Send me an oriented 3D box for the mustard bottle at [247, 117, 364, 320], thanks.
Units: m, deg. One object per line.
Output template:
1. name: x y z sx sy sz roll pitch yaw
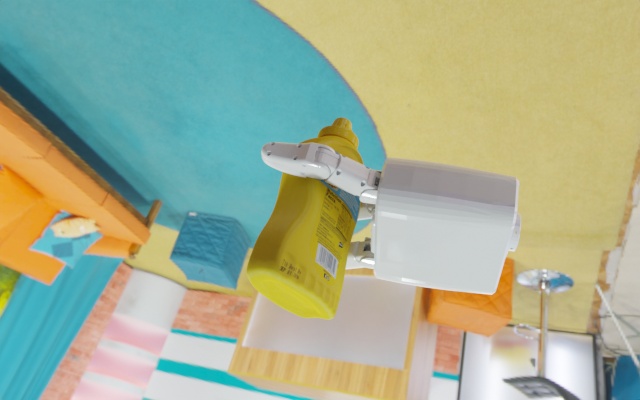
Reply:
1. mustard bottle: 0.000 0.002 0.433 0.058 0.191 0.096 -6 -37 35
